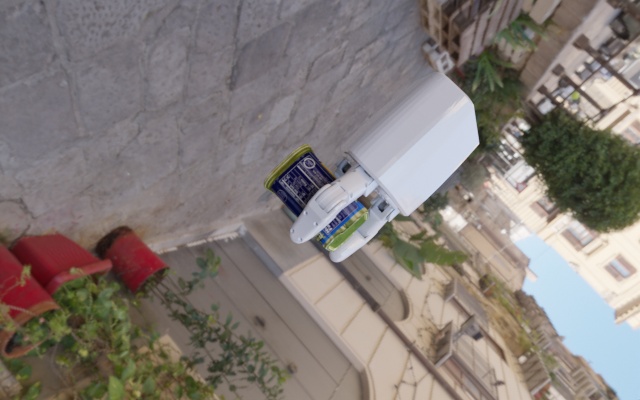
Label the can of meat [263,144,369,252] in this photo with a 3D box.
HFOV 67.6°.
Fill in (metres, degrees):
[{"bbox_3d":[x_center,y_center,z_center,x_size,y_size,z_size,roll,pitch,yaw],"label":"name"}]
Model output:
[{"bbox_3d":[0.000,0.002,0.463,0.057,0.084,0.102,-43,-10,0],"label":"can of meat"}]
